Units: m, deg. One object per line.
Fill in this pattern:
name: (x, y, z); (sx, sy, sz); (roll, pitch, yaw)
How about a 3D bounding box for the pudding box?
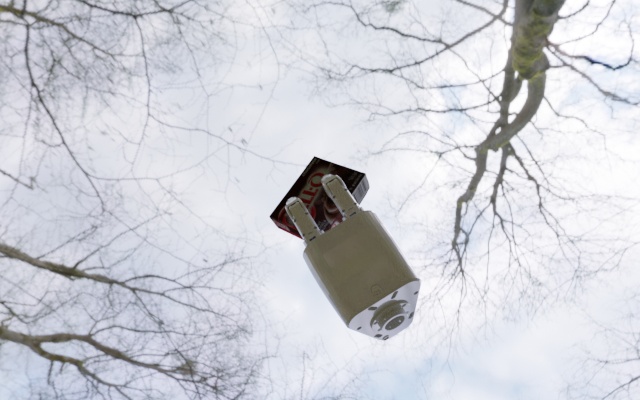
pudding box: (0.000, 0.002, 0.639); (0.090, 0.113, 0.039); (22, -25, 33)
